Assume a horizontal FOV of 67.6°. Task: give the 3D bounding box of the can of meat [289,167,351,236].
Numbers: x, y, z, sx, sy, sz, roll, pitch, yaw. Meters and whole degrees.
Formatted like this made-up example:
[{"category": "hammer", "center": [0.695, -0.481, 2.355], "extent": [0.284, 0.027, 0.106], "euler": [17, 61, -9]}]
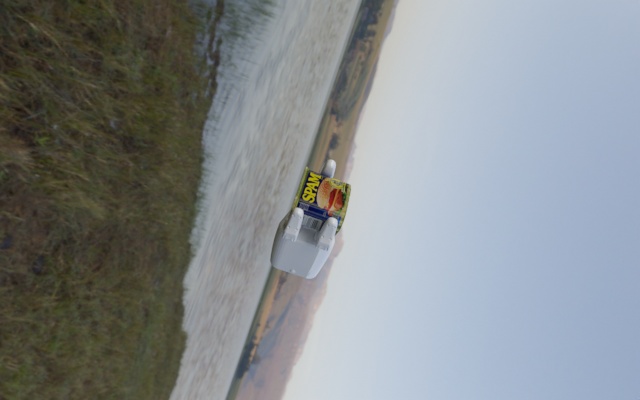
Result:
[{"category": "can of meat", "center": [0.000, 0.003, 0.782], "extent": [0.084, 0.057, 0.102], "euler": [19, 43, -3]}]
